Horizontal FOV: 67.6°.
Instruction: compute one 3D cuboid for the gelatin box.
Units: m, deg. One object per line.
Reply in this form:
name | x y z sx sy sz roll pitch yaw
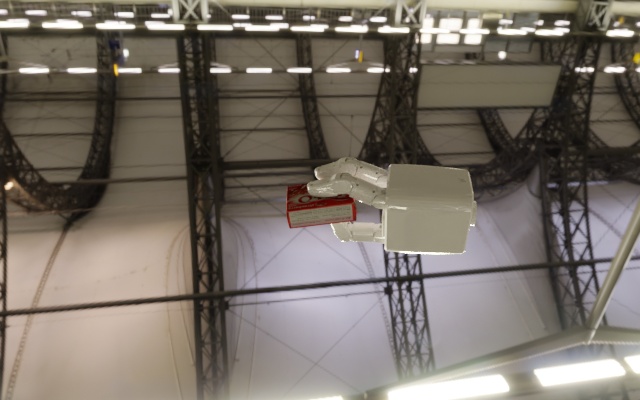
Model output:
gelatin box | 0.000 0.003 0.633 0.089 0.030 0.073 -8 28 1
